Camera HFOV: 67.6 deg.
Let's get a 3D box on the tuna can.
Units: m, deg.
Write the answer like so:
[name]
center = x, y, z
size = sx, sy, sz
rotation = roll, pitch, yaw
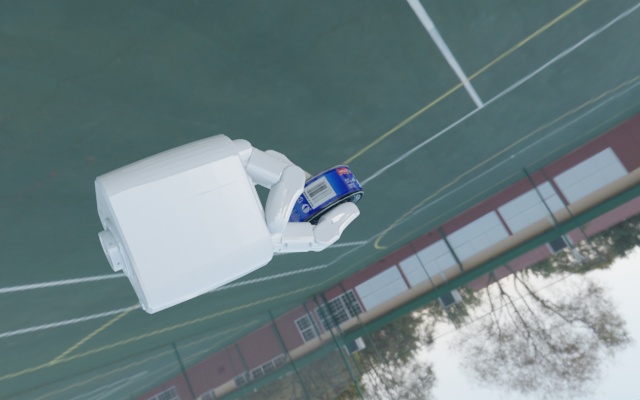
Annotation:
[tuna can]
center = 0.000, 0.002, 0.476
size = 0.086, 0.033, 0.086
rotation = -31, -12, -7
